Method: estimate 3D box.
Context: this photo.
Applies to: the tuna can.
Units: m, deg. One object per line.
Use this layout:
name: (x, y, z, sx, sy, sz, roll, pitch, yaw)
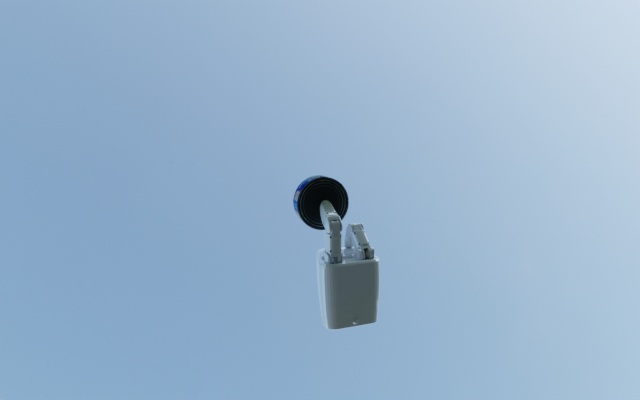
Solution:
tuna can: (0.000, 0.002, 0.771, 0.086, 0.086, 0.033, 0, 10, -18)
